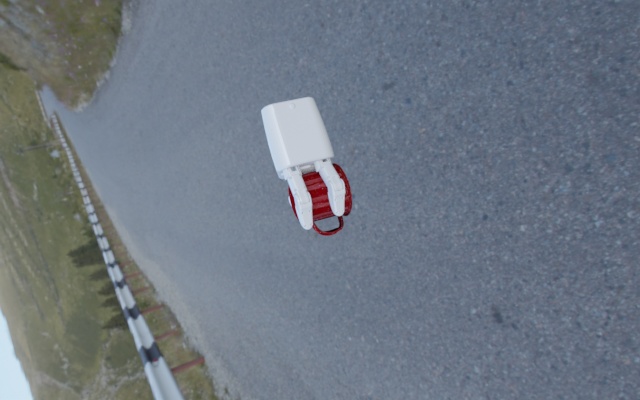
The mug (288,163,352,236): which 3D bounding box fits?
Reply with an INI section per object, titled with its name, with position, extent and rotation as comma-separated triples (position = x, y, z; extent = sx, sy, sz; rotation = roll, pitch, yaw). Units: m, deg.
[mug]
position = 0.000, 0.004, 0.801
extent = 0.081, 0.117, 0.093
rotation = -15, -6, -19
